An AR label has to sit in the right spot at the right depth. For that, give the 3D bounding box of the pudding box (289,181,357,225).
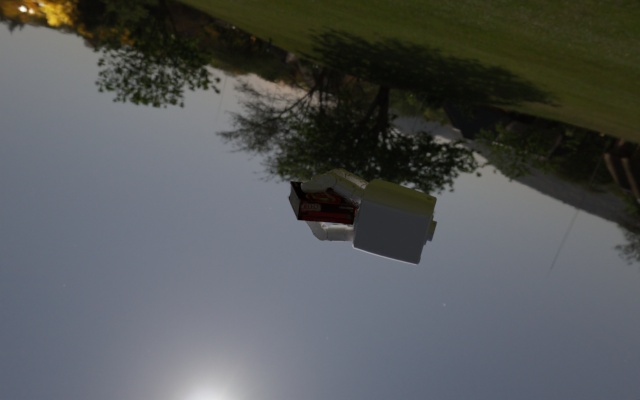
[{"bbox_3d":[0.000,0.003,0.765,0.090,0.039,0.113,6,13,-14],"label":"pudding box"}]
